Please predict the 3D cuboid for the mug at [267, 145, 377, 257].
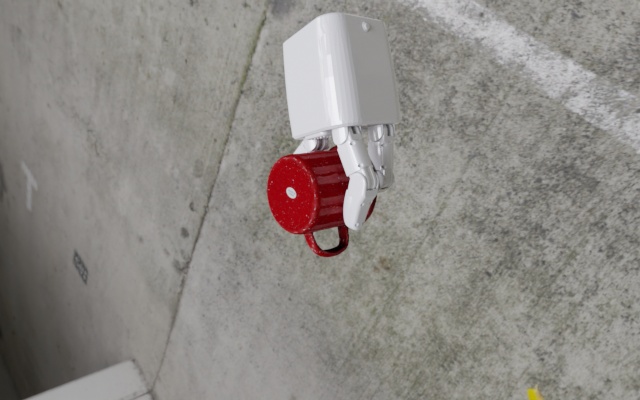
[{"bbox_3d":[0.000,0.003,0.500,0.081,0.117,0.093,-10,2,-42],"label":"mug"}]
